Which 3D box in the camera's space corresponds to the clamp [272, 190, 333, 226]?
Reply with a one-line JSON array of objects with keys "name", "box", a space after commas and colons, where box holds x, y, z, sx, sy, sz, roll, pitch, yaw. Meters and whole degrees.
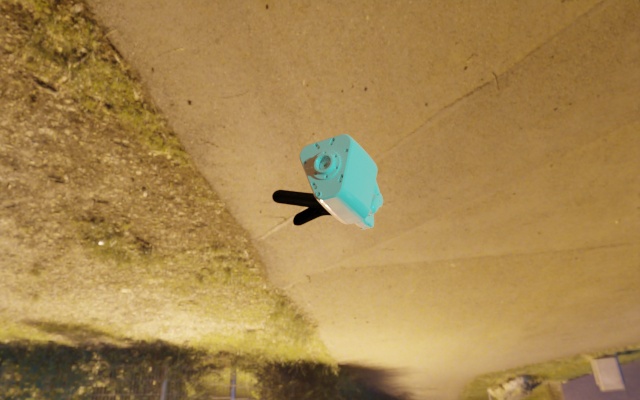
[{"name": "clamp", "box": [0.000, 0.003, 0.868, 0.171, 0.039, 0.120, -14, -26, 22]}]
